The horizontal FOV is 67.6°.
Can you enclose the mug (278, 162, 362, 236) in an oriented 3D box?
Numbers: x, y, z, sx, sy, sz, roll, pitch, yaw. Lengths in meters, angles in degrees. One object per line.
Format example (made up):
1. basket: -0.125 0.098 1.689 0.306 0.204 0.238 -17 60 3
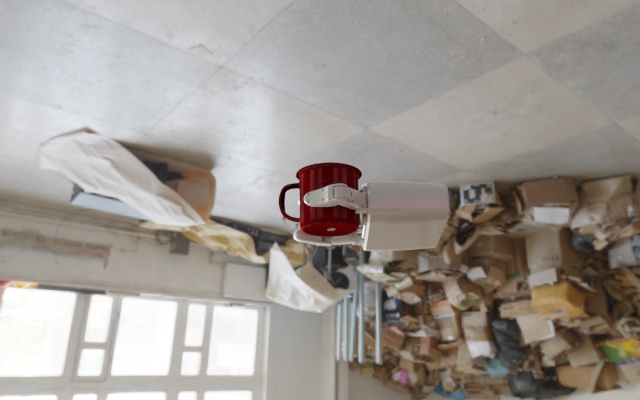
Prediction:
1. mug: -0.001 0.002 0.659 0.117 0.081 0.093 -1 -18 1
